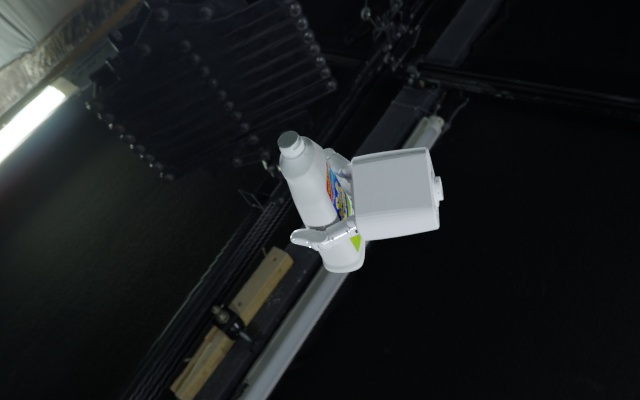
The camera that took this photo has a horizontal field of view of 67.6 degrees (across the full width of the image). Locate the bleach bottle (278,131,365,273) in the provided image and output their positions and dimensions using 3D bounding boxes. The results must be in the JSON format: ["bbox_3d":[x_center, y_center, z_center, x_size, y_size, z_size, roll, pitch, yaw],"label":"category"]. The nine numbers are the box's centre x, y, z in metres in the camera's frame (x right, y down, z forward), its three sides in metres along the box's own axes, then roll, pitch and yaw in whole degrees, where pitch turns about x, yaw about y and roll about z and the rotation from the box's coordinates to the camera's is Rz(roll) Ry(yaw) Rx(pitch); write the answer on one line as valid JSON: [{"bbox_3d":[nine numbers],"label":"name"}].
[{"bbox_3d":[0.000,0.002,0.682,0.068,0.102,0.251,-7,-37,19],"label":"bleach bottle"}]
